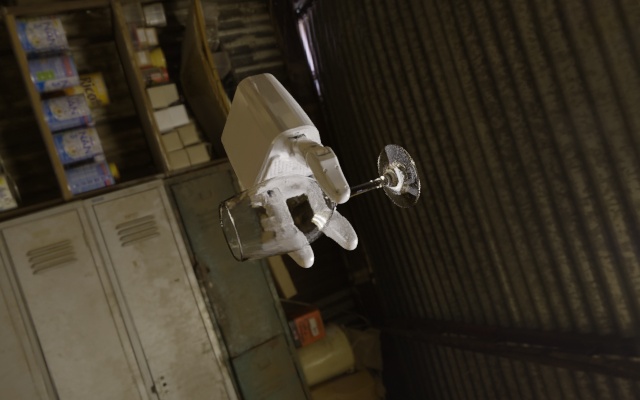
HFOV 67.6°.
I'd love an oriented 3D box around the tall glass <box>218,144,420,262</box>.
[{"bbox_3d":[0.001,0.001,0.494,0.201,0.079,0.079,-19,7,-23],"label":"tall glass"}]
